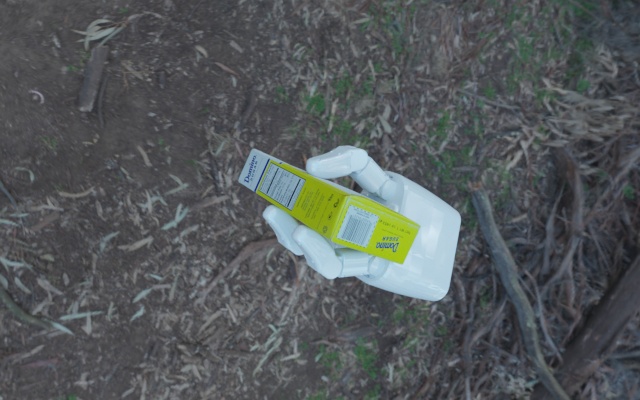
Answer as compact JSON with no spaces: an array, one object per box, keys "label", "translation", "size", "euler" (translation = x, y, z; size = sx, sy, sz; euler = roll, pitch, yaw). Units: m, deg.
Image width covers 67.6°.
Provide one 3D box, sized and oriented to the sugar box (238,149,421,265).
[{"label":"sugar box","translation":[0.000,0.002,0.461],"size":[0.093,0.048,0.176],"euler":[23,1,-37]}]
